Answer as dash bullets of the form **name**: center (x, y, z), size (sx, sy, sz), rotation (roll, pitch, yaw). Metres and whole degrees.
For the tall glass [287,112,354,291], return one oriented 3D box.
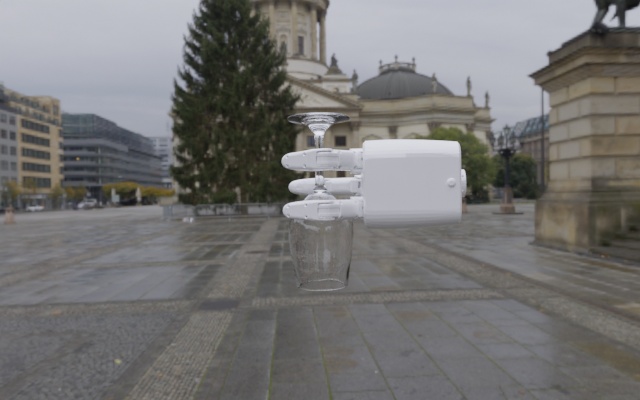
- **tall glass**: center (0.000, 0.001, 0.567), size (0.079, 0.201, 0.079), rotation (-1, 1, 0)
